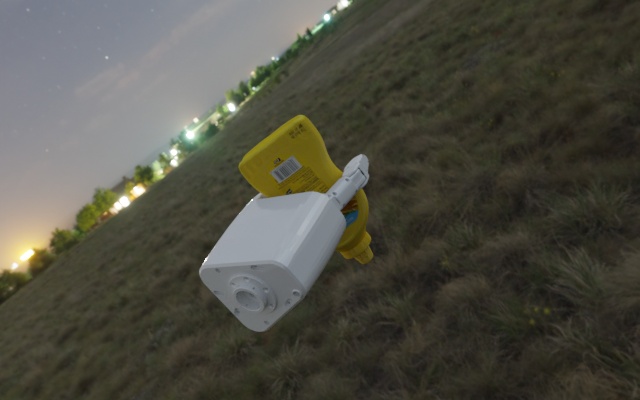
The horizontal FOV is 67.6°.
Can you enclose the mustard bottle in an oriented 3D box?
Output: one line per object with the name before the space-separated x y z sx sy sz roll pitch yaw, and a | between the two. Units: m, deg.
mustard bottle | 0.000 0.001 0.560 0.096 0.192 0.058 -35 16 14
